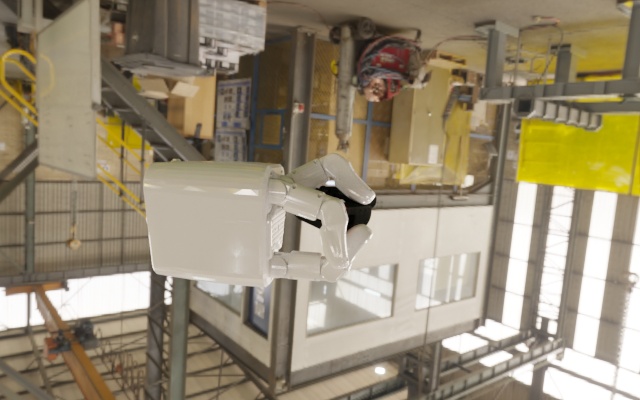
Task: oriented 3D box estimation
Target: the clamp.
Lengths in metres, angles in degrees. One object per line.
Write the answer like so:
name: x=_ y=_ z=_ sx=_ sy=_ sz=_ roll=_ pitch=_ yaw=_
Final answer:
clamp: x=0.000 y=0.002 z=0.501 sx=0.120 sy=0.039 sz=0.171 roll=3 pitch=6 yaw=5
